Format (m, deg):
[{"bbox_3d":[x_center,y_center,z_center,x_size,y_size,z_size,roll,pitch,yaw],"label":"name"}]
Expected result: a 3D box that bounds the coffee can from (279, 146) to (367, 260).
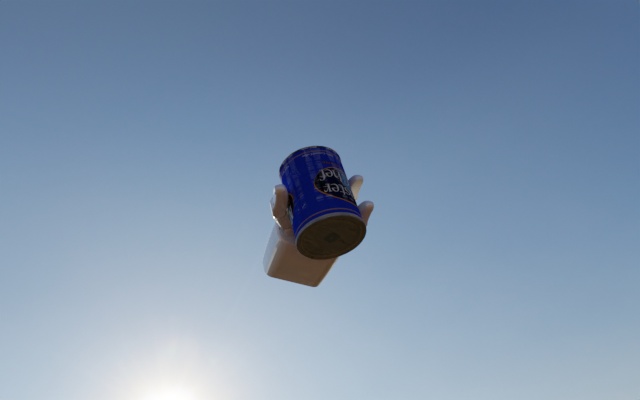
[{"bbox_3d":[0.000,0.002,0.715,0.103,0.140,0.103,-10,-39,-8],"label":"coffee can"}]
